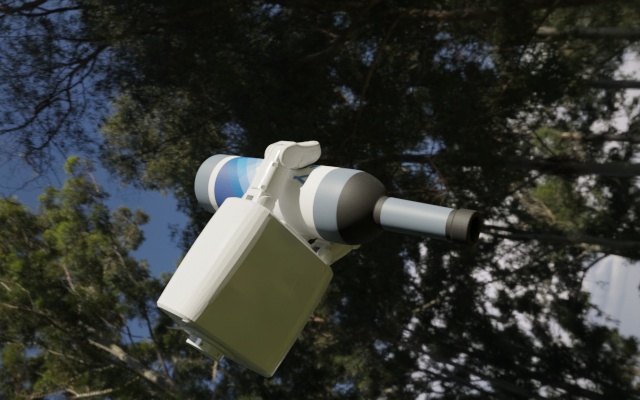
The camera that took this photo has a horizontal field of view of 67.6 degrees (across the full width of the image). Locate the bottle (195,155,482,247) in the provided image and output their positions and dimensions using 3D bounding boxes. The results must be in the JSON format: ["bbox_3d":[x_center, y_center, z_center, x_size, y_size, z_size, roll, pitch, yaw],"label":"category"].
[{"bbox_3d":[0.000,0.001,0.442,0.295,0.069,0.069,10,6,39],"label":"bottle"}]
